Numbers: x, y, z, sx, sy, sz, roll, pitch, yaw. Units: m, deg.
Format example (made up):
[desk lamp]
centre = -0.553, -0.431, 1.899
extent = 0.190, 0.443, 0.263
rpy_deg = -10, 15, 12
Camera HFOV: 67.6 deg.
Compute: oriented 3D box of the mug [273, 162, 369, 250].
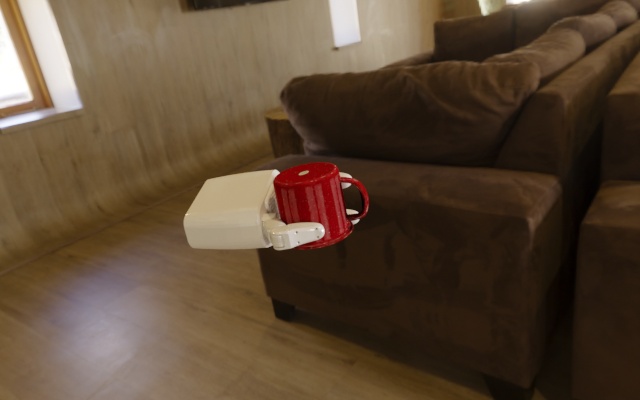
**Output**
[mug]
centre = 0.001, 0.002, 0.584
extent = 0.117, 0.081, 0.093
rpy_deg = -6, 21, 15
